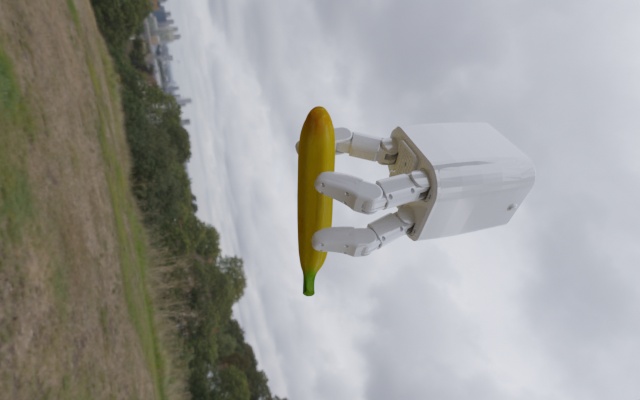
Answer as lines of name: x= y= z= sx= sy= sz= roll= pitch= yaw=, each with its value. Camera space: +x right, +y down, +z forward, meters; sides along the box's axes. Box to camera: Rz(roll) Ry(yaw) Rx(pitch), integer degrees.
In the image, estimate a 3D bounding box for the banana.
banana: x=-0.003 y=-0.004 z=0.474 sx=0.037 sy=0.198 sz=0.069 roll=-3 pitch=27 yaw=-9
